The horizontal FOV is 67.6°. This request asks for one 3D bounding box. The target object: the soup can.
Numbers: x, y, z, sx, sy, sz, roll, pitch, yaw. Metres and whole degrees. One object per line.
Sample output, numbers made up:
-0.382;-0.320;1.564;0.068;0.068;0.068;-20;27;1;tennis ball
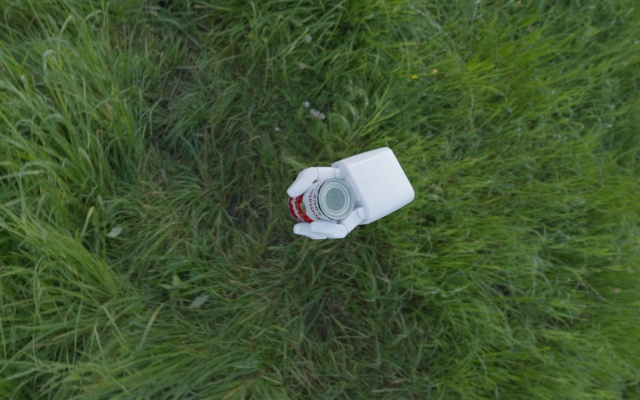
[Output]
0.000;0.003;0.771;0.068;0.068;0.102;0;-5;-30;soup can
